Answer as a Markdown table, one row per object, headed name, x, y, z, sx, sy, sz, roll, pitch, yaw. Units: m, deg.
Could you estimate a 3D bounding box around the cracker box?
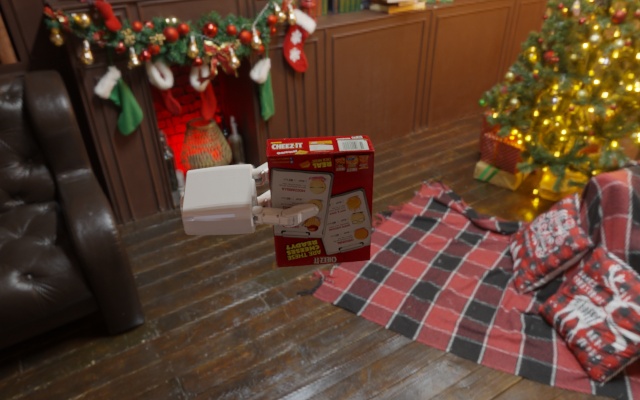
| name | x | y | z | sx | sy | sz | roll | pitch | yaw |
| --- | --- | --- | --- | --- | --- | --- | --- | --- | --- |
| cracker box | 0.000 | 0.003 | 0.787 | 0.164 | 0.214 | 0.072 | -4 | 33 | -3 |
